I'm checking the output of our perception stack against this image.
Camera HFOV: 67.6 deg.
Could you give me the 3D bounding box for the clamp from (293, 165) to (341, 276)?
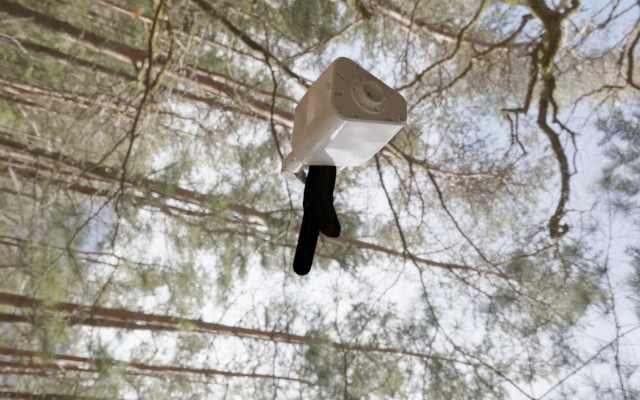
[{"bbox_3d":[0.001,0.002,0.619,0.039,0.171,0.120,16,-29,-22],"label":"clamp"}]
